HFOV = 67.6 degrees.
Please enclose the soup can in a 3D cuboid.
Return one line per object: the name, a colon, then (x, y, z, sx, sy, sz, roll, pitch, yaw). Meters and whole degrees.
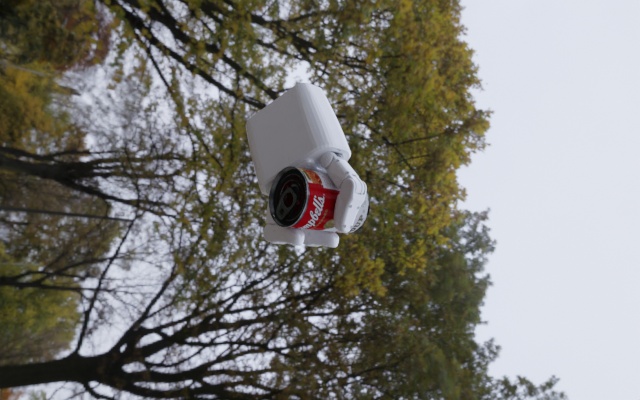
soup can: (0.001, 0.002, 0.558, 0.102, 0.068, 0.068, 9, -6, -42)
